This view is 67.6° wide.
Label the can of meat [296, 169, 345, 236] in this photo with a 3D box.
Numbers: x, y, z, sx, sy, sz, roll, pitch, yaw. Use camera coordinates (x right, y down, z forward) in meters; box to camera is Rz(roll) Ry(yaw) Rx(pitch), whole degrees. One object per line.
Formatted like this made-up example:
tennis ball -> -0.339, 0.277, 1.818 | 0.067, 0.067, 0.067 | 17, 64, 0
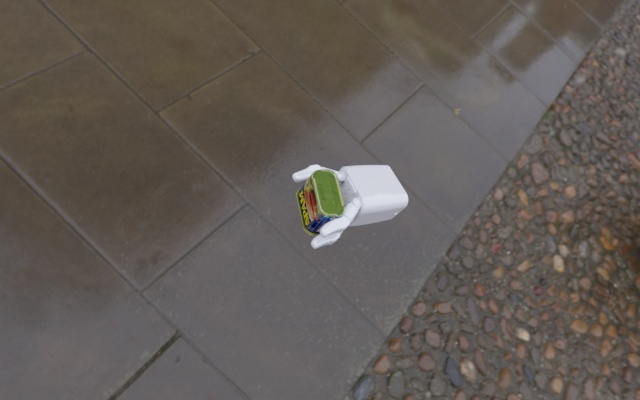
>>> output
can of meat -> 0.000, 0.003, 0.893 | 0.057, 0.102, 0.084 | -2, -25, -24
